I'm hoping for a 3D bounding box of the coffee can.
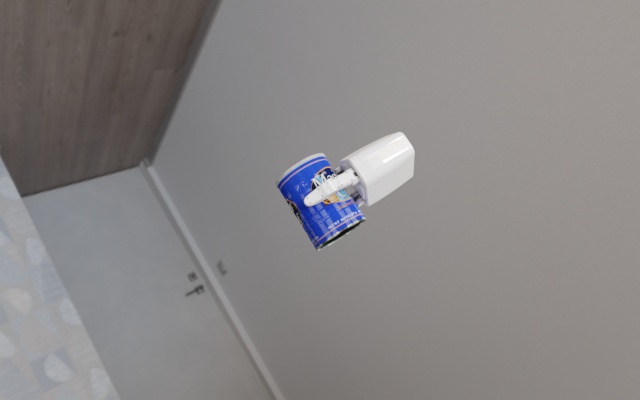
[{"bbox_3d":[0.000,0.003,0.842,0.103,0.140,0.103,-32,-10,-6],"label":"coffee can"}]
